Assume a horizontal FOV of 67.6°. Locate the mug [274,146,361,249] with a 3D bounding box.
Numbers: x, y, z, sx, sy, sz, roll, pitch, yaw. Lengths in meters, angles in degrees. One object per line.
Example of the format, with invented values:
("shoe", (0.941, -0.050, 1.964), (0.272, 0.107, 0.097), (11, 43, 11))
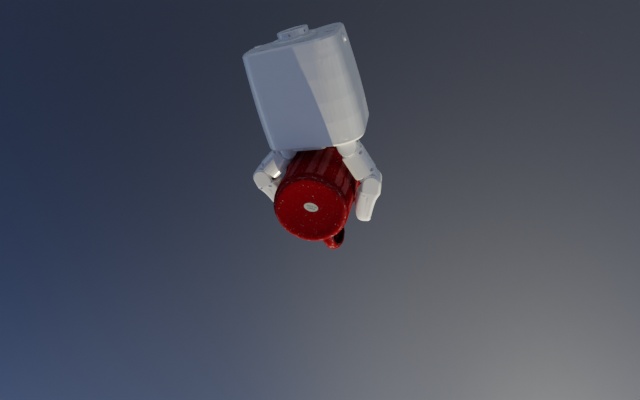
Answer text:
("mug", (0.000, 0.003, 0.536), (0.093, 0.117, 0.081), (-11, 25, 18))
